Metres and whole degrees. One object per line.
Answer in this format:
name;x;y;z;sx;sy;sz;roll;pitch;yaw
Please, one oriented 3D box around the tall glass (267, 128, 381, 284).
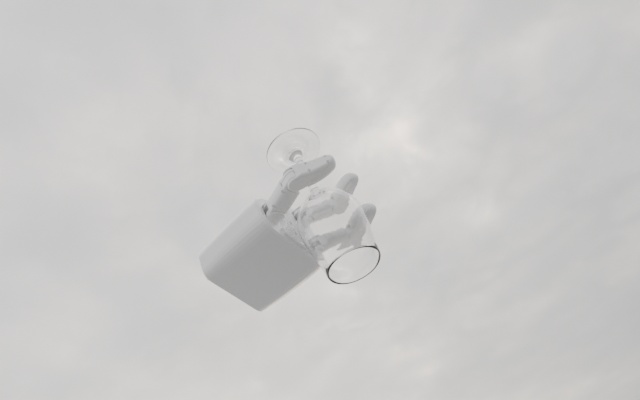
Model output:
tall glass;0.000;0.001;0.564;0.079;0.079;0.201;0;42;-29
